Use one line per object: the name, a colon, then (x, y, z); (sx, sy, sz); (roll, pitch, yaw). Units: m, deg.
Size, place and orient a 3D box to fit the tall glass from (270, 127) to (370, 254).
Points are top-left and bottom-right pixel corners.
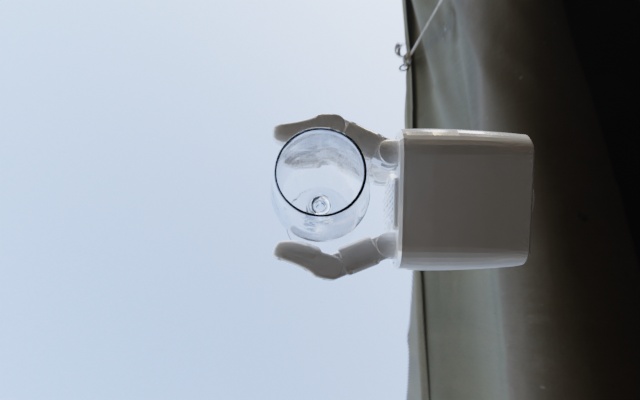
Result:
tall glass: (0.000, 0.002, 0.411); (0.079, 0.079, 0.201); (0, -12, 0)
